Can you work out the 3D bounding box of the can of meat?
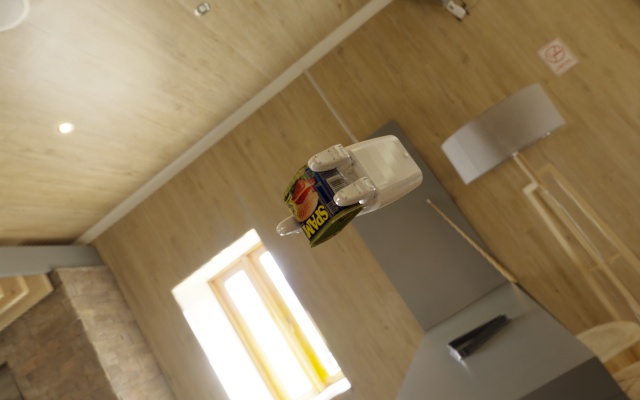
[{"bbox_3d":[0.000,0.002,0.642,0.057,0.084,0.102,-24,-16,-35],"label":"can of meat"}]
